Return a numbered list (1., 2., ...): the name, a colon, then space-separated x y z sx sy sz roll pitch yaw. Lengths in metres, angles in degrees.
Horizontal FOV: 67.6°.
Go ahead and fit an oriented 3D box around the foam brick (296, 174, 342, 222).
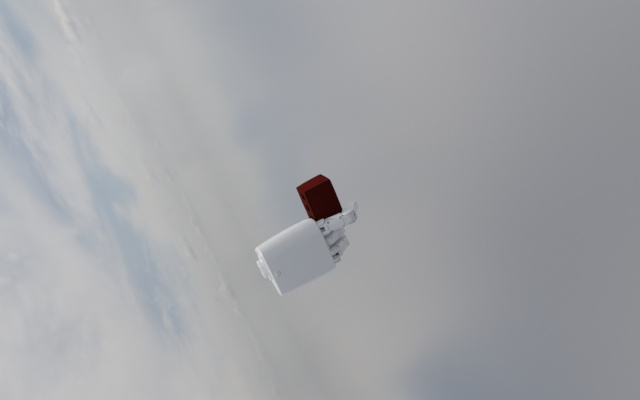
1. foam brick: 0.000 0.002 0.827 0.051 0.078 0.053 -27 18 -12
